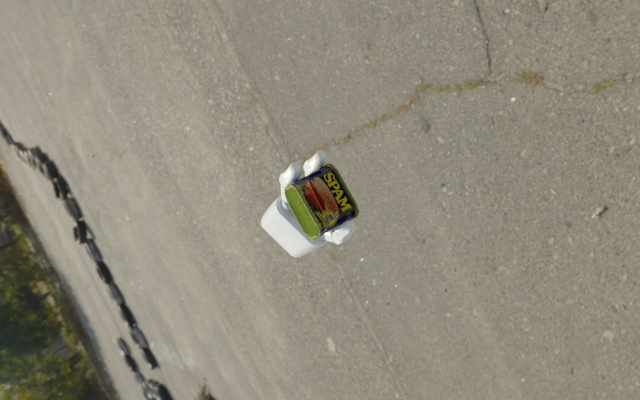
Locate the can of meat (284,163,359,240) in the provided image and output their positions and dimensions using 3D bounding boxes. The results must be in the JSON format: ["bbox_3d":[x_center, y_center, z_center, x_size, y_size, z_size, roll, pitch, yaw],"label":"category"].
[{"bbox_3d":[0.000,0.003,0.779,0.084,0.102,0.057,-28,-3,-31],"label":"can of meat"}]
